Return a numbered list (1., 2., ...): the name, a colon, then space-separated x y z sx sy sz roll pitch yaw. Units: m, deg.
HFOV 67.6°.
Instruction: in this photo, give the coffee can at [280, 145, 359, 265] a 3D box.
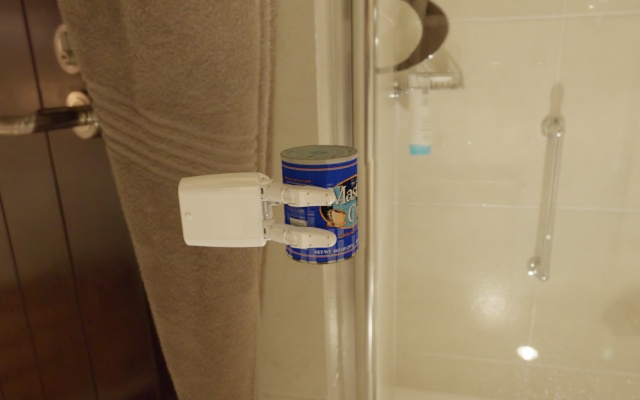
1. coffee can: 0.000 0.002 0.648 0.103 0.140 0.102 -2 17 1
